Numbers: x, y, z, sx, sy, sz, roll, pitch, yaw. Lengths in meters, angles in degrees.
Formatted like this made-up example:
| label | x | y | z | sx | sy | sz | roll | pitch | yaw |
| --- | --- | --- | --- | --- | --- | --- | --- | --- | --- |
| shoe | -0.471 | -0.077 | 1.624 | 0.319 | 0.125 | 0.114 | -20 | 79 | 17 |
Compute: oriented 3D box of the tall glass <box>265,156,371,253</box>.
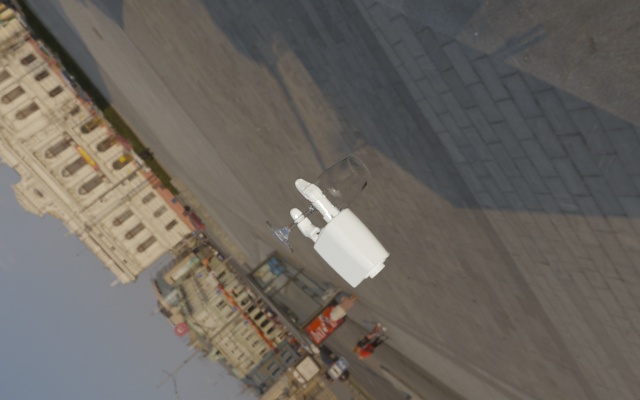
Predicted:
| label | x | y | z | sx | sy | sz | roll | pitch | yaw |
| --- | --- | --- | --- | --- | --- | --- | --- | --- | --- |
| tall glass | 0.000 | 0.003 | 0.868 | 0.201 | 0.079 | 0.079 | -41 | 11 | -14 |
